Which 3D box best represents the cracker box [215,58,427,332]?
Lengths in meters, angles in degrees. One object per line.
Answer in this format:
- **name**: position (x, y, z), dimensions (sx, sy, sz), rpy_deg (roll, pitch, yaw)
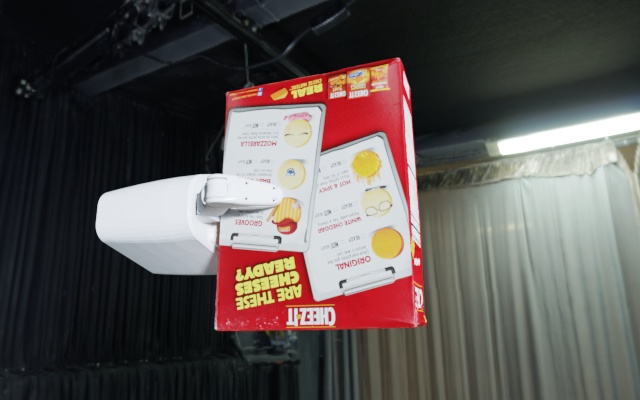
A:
- **cracker box**: position (0.000, 0.001, 0.412), dimensions (0.164, 0.213, 0.072), rpy_deg (-6, -16, 19)
